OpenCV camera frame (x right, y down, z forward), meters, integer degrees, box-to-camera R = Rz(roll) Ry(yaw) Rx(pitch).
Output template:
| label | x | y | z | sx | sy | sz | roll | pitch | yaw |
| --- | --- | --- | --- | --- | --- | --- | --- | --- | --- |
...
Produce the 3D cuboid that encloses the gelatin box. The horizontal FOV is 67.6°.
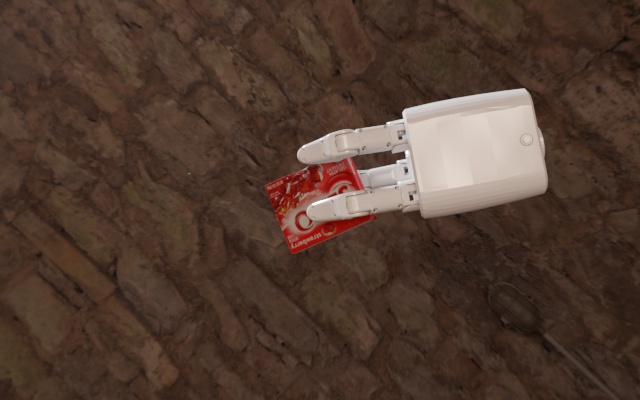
| label | x | y | z | sx | sy | sz | roll | pitch | yaw |
| --- | --- | --- | --- | --- | --- | --- | --- | --- | --- |
| gelatin box | 0.000 | 0.002 | 0.465 | 0.089 | 0.073 | 0.030 | -24 | -6 | 15 |
